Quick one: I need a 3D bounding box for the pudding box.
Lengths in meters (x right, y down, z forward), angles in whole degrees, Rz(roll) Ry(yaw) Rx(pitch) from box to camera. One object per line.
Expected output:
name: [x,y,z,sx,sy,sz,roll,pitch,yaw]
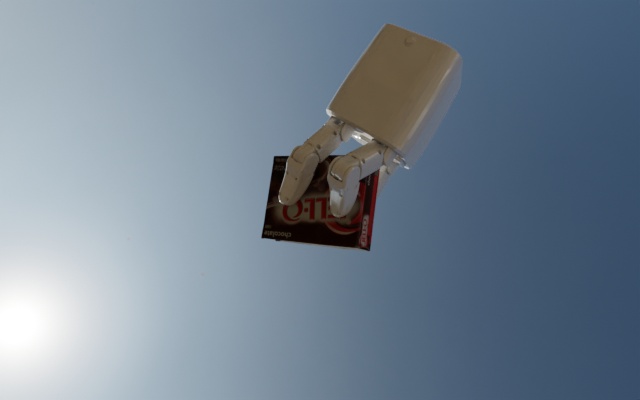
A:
pudding box: [0.000,0.002,0.486,0.113,0.090,0.039,2,-12,31]
